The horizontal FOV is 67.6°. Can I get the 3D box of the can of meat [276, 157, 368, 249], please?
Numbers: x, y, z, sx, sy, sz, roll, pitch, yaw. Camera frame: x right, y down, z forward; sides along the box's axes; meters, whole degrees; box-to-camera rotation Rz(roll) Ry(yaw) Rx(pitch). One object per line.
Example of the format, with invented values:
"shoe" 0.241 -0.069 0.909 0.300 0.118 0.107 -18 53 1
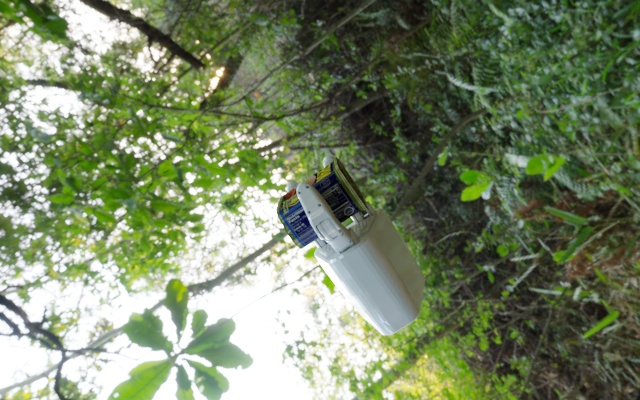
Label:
"can of meat" 0.000 0.002 0.534 0.084 0.057 0.102 -34 10 8
